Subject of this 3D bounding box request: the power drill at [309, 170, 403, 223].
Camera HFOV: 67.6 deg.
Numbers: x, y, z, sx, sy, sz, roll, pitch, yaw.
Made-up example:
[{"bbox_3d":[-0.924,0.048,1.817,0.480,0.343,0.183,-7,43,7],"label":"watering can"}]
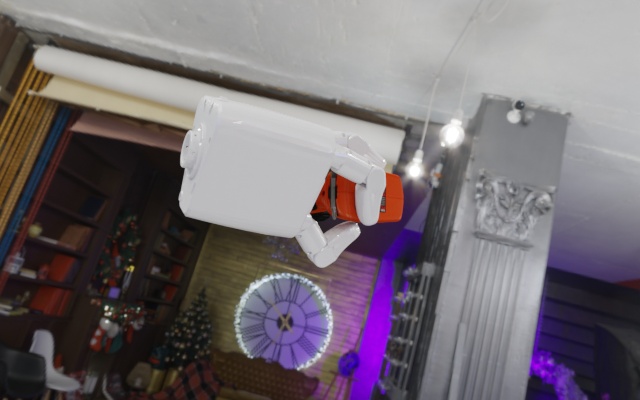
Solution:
[{"bbox_3d":[0.000,0.002,0.565,0.187,0.057,0.184,-6,-6,42],"label":"power drill"}]
